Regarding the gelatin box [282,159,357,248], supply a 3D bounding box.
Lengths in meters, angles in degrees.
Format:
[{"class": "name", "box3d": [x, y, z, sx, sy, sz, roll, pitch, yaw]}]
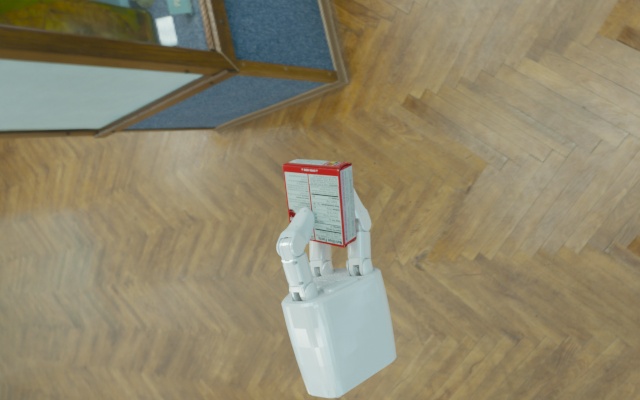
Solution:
[{"class": "gelatin box", "box3d": [0.000, 0.002, 0.518, 0.073, 0.089, 0.030, 7, 23, 34]}]
